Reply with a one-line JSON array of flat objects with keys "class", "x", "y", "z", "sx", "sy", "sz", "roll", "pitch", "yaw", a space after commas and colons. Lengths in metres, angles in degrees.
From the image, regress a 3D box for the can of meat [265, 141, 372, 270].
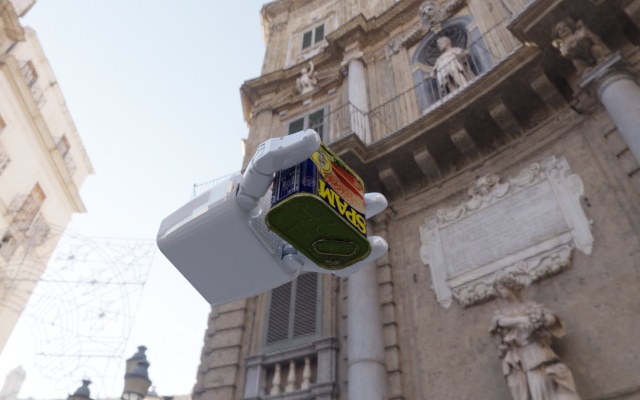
[{"class": "can of meat", "x": 0.000, "y": 0.001, "z": 0.441, "sx": 0.057, "sy": 0.083, "sz": 0.102, "roll": -29, "pitch": -52, "yaw": 27}]
